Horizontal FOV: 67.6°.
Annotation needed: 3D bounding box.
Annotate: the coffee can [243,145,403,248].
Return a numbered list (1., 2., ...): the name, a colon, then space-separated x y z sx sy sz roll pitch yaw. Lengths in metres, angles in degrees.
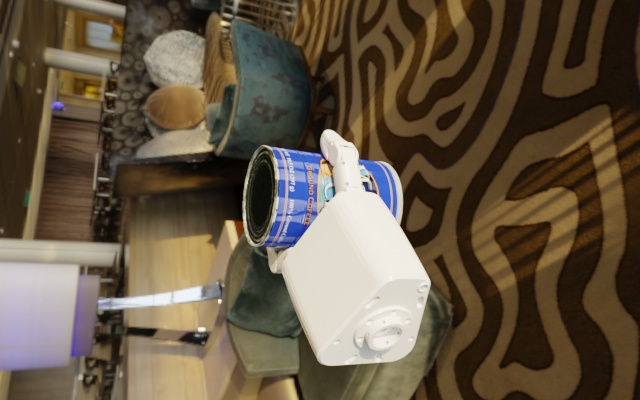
1. coffee can: 0.000 0.002 0.505 0.140 0.103 0.103 6 -2 -25
